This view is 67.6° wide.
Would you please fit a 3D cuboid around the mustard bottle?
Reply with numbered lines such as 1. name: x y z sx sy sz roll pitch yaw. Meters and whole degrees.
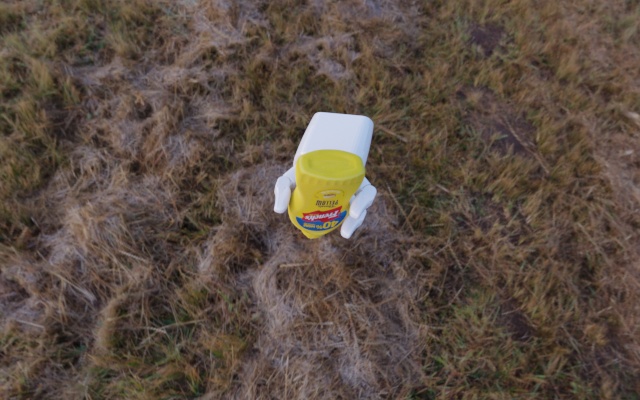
1. mustard bottle: 0.000 0.003 0.734 0.096 0.058 0.192 -2 -34 -13
